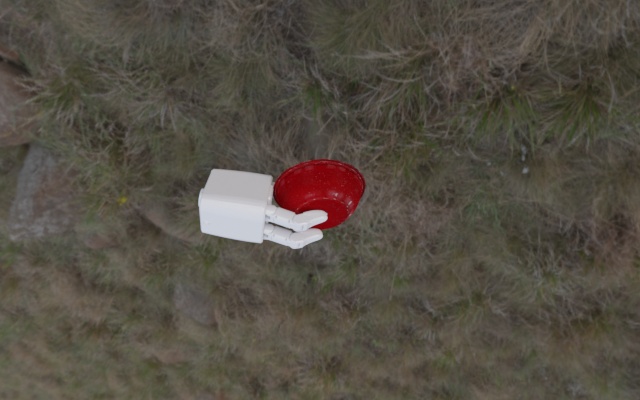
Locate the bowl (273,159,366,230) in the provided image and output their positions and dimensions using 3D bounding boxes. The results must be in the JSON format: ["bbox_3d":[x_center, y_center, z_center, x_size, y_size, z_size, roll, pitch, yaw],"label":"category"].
[{"bbox_3d":[0.001,0.003,0.813,0.162,0.055,0.162,-4,-37,-3],"label":"bowl"}]
